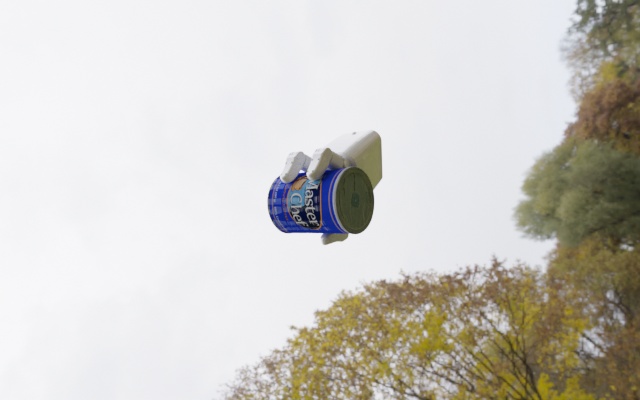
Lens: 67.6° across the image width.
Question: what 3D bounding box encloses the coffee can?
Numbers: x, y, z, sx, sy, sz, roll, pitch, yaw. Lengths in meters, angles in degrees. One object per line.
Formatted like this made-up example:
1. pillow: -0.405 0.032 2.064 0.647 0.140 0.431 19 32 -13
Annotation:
1. coffee can: 0.000 0.003 0.763 0.140 0.103 0.103 -3 -2 39
